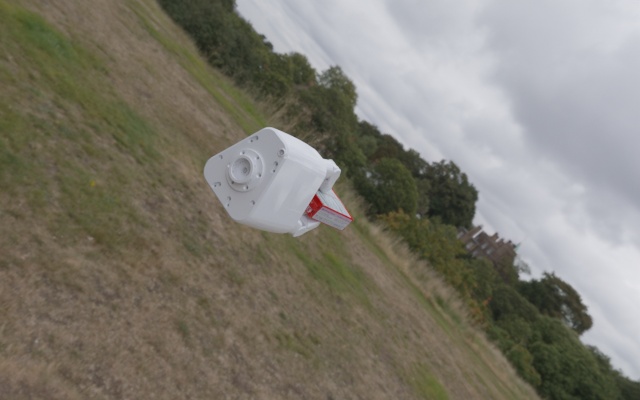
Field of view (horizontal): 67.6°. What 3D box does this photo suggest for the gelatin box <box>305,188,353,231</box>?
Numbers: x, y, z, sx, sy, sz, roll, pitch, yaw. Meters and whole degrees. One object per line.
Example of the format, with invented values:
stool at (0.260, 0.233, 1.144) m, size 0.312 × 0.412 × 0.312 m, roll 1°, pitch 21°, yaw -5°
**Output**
gelatin box at (0.001, 0.002, 0.707) m, size 0.030 × 0.073 × 0.089 m, roll -45°, pitch -35°, yaw 16°
